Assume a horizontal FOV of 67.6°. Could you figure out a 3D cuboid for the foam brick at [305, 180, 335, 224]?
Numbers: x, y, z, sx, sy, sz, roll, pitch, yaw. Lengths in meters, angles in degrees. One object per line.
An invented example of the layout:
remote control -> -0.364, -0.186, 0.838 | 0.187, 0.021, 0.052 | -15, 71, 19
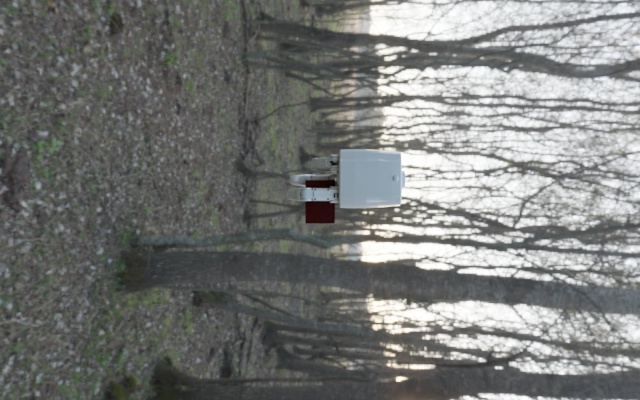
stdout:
foam brick -> 0.000, 0.003, 0.847 | 0.051, 0.078, 0.053 | 0, 0, 2
